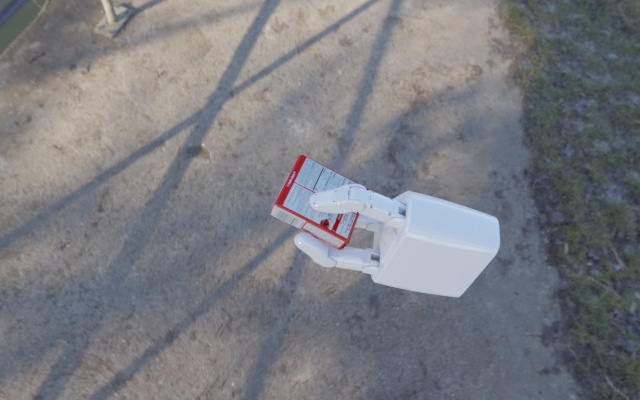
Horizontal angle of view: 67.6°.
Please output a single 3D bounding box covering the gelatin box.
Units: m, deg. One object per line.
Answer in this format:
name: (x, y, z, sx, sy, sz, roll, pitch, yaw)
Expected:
gelatin box: (0.000, 0.001, 0.521, 0.089, 0.073, 0.030, 27, -31, -5)
